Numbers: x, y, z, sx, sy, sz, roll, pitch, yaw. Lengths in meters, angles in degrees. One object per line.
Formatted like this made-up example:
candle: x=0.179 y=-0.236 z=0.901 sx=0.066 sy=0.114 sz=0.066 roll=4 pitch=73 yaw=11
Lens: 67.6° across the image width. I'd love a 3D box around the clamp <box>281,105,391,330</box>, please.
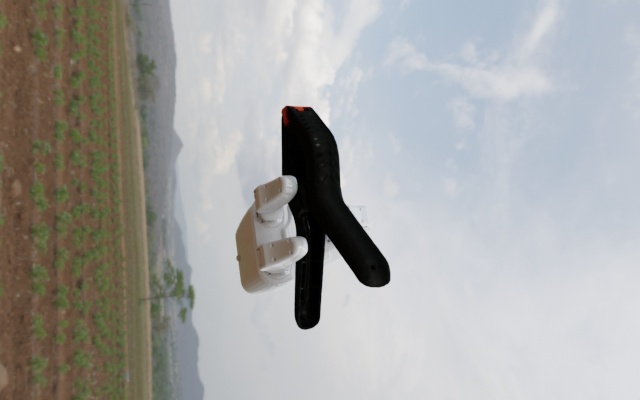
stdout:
clamp: x=0.001 y=0.001 z=0.423 sx=0.036 sy=0.210 sz=0.164 roll=-2 pitch=-17 yaw=-25
